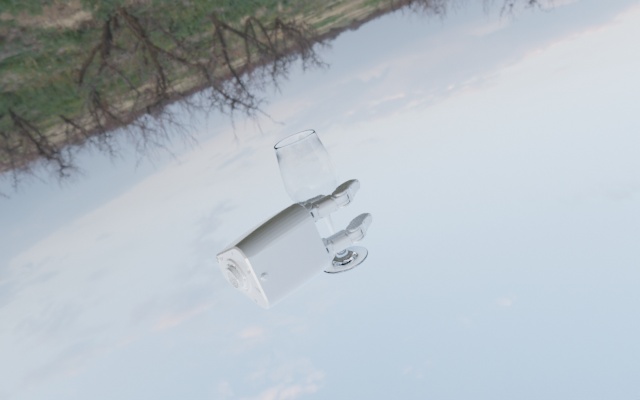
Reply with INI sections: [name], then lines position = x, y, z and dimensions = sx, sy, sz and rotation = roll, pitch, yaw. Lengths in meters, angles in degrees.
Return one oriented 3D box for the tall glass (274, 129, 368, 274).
[tall glass]
position = 0.000, 0.003, 0.686
dimensions = 0.079, 0.201, 0.079
rotation = -20, 18, 7
